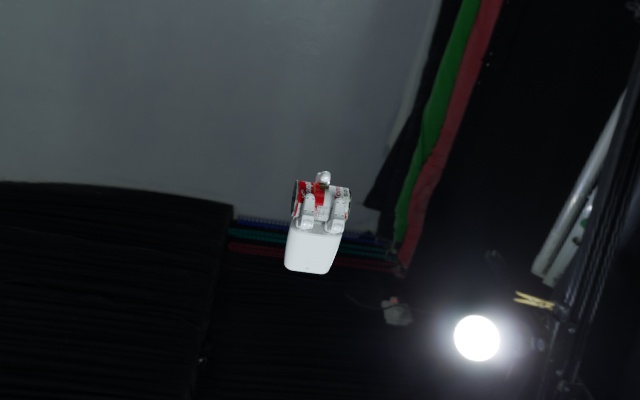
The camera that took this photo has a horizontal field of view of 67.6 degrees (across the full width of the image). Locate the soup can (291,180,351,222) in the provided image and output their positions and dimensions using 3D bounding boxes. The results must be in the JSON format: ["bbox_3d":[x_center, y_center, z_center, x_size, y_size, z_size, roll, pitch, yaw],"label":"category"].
[{"bbox_3d":[0.001,0.002,0.889,0.102,0.068,0.068,8,-1,-9],"label":"soup can"}]
